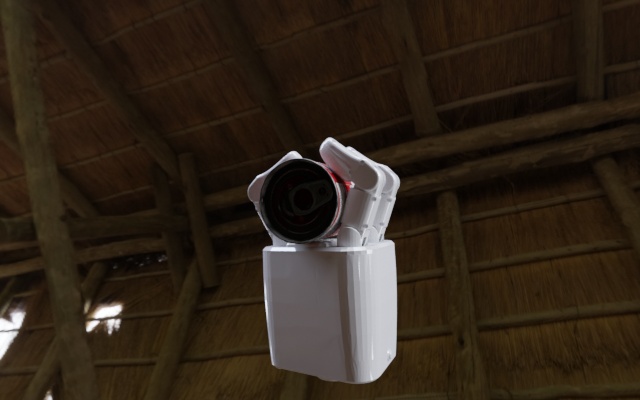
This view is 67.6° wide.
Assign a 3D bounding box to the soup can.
[{"bbox_3d":[0.000,0.001,0.423,0.068,0.068,0.102,0,-1,21],"label":"soup can"}]
